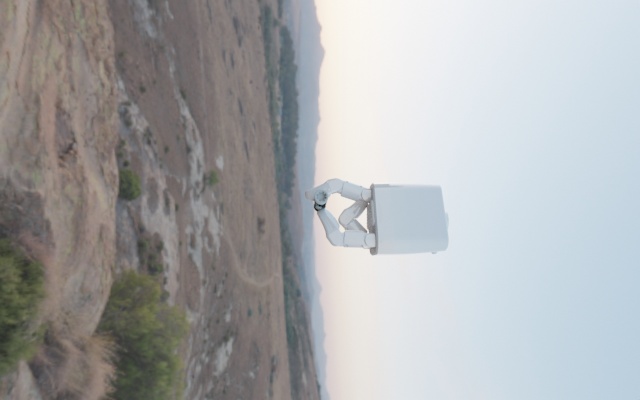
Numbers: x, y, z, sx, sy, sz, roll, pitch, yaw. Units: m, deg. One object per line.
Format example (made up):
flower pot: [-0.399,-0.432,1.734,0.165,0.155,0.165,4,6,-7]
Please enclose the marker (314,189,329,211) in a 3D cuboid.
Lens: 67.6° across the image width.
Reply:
marker: [0.000,0.002,0.682,0.020,0.020,0.121,0,-7,-1]
